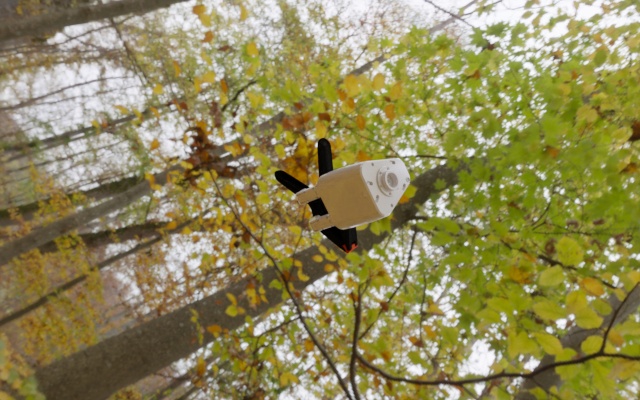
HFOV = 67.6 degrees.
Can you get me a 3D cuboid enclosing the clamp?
[{"bbox_3d":[0.001,0.003,0.887,0.036,0.210,0.164,-31,8,-40],"label":"clamp"}]
